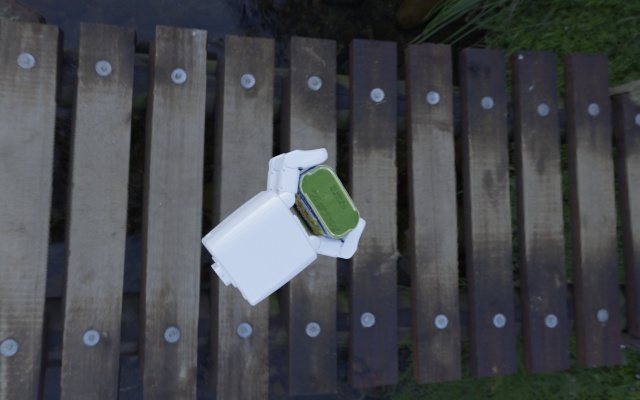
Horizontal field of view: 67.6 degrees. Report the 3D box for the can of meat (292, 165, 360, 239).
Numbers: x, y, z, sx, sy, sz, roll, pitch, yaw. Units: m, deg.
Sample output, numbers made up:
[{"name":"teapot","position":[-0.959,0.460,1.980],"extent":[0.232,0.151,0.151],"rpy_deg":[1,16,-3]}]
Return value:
[{"name":"can of meat","position":[0.000,0.002,0.645],"extent":[0.057,0.102,0.084],"rpy_deg":[-35,10,-15]}]
